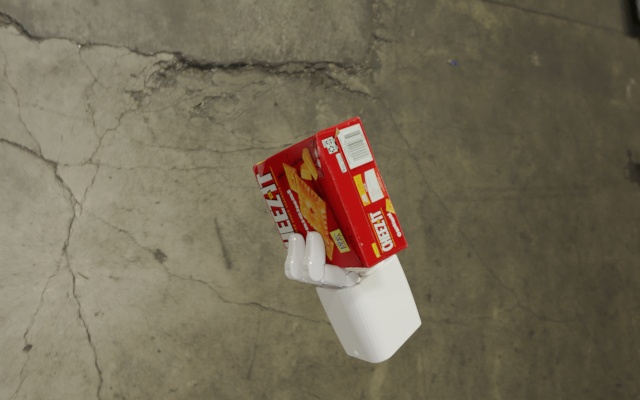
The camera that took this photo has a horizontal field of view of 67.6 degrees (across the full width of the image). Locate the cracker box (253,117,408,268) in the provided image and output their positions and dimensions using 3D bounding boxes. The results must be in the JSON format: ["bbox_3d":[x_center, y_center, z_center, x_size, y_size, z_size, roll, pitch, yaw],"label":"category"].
[{"bbox_3d":[0.000,0.002,0.626,0.072,0.164,0.214,-24,5,-28],"label":"cracker box"}]
